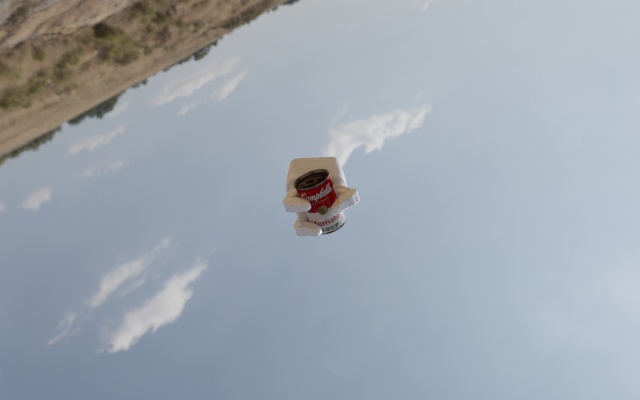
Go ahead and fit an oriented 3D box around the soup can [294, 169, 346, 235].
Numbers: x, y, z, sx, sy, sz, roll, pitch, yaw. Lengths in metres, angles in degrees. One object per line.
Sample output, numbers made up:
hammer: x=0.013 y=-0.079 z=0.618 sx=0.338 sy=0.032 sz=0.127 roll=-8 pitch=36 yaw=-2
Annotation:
soup can: x=0.000 y=0.003 z=0.873 sx=0.068 sy=0.102 sz=0.068 roll=-17 pitch=28 yaw=9
